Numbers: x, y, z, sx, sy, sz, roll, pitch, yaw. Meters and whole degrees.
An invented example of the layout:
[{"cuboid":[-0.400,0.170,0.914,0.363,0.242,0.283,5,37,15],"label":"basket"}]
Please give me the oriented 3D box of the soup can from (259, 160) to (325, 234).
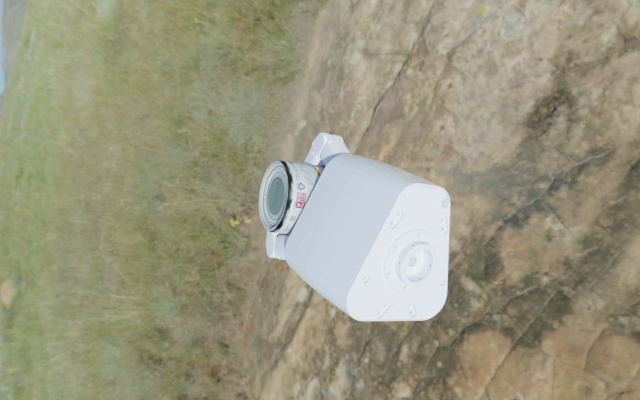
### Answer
[{"cuboid":[0.000,0.001,0.459,0.102,0.068,0.068,7,-4,-29],"label":"soup can"}]
